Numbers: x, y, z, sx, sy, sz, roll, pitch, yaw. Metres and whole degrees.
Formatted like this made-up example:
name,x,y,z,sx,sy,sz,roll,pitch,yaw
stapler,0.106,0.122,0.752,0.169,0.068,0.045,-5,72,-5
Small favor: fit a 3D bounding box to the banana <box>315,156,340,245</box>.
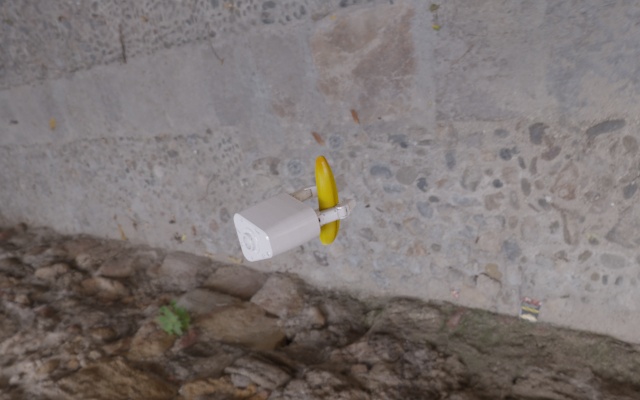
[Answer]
name,x,y,z,sx,sy,sz,roll,pitch,yaw
banana,0.010,0.015,0.887,0.037,0.198,0.069,-19,40,-24
